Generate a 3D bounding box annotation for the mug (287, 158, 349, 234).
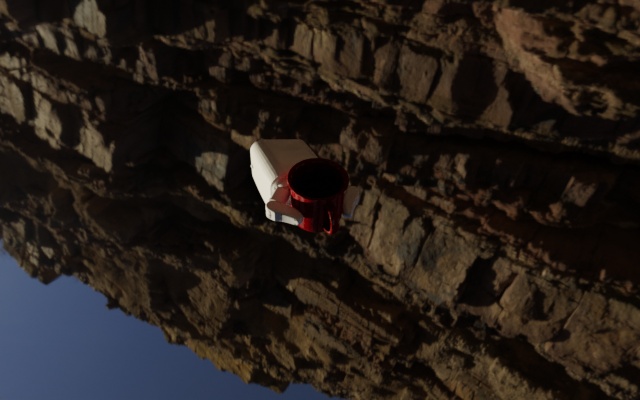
[{"bbox_3d":[0.001,0.003,0.731,0.093,0.082,0.117,-18,49,-19],"label":"mug"}]
